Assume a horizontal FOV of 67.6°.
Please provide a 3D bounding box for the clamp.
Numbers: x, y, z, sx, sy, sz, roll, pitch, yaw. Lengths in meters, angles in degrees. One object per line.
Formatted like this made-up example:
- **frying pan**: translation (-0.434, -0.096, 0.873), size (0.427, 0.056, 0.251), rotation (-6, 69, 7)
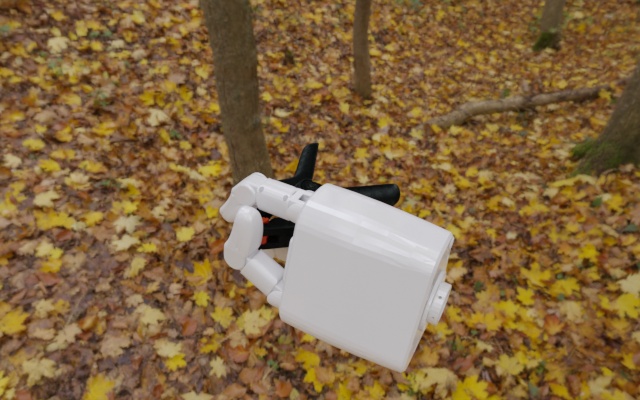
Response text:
- **clamp**: translation (0.000, 0.001, 0.458), size (0.120, 0.039, 0.171), rotation (20, 39, 21)
